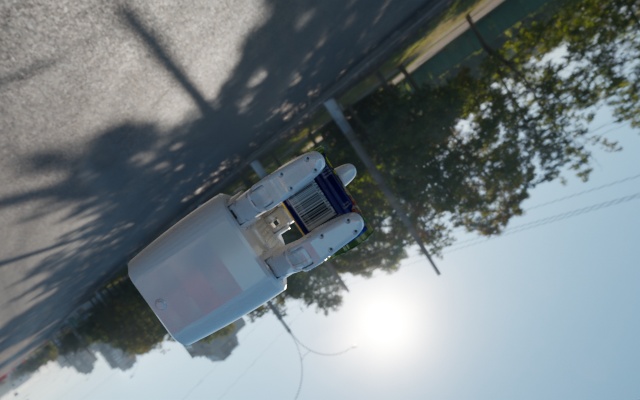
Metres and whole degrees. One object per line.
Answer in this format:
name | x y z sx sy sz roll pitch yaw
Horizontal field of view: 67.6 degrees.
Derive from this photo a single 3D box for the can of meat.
can of meat | 0.000 0.002 0.422 0.057 0.084 0.102 -33 4 4
